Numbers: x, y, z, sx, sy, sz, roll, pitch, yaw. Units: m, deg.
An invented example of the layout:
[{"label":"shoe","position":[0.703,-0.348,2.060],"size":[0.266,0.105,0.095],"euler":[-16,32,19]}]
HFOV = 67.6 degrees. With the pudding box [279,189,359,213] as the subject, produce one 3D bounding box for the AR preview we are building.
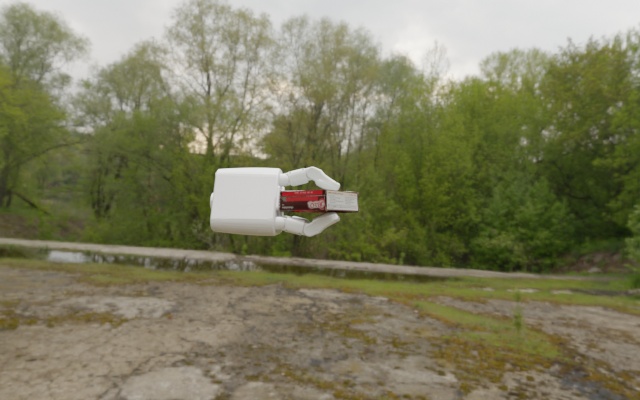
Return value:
[{"label":"pudding box","position":[0.000,0.002,0.793],"size":[0.090,0.039,0.113],"euler":[0,0,32]}]
